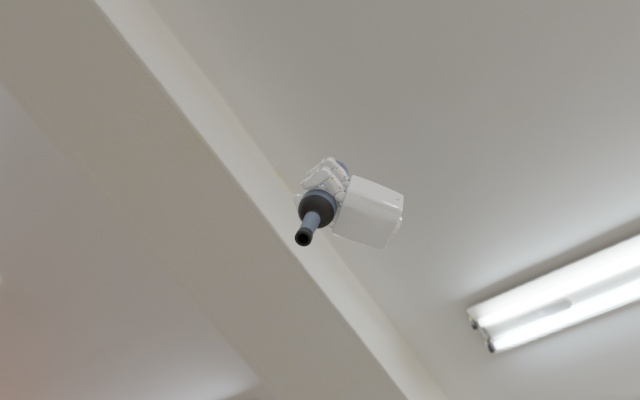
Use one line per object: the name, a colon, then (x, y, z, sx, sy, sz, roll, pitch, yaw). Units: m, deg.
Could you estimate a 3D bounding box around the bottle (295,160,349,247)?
bottle: (0.000, 0.003, 0.876, 0.069, 0.069, 0.295, 0, 23, 12)
